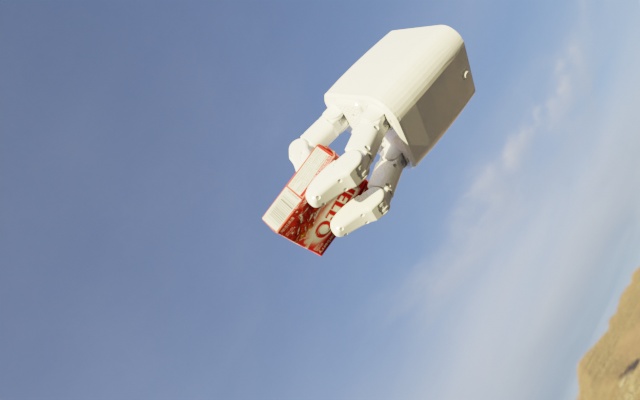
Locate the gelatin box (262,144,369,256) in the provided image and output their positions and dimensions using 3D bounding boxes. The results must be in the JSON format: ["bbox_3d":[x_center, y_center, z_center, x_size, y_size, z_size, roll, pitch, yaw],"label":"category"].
[{"bbox_3d":[0.000,0.002,0.450,0.030,0.089,0.073,40,4,41],"label":"gelatin box"}]
